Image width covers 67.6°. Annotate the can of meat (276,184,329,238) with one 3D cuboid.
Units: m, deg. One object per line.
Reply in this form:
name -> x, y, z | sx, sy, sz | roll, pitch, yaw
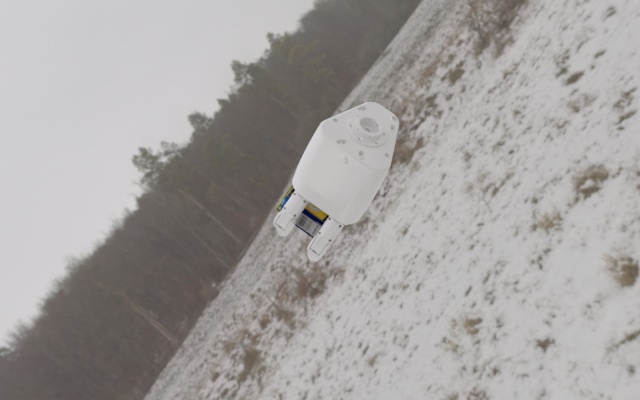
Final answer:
can of meat -> 0.000, 0.002, 0.668 | 0.084, 0.102, 0.057 | 35, -37, 6
